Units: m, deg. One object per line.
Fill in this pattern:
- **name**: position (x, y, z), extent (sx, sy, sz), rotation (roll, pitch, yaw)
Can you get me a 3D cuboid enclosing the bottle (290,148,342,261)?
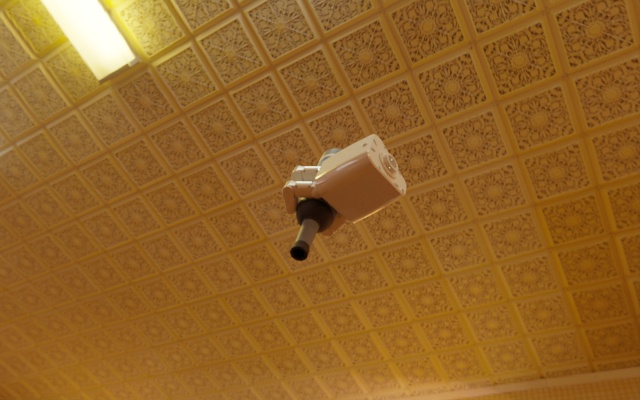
- **bottle**: position (0.000, 0.003, 0.828), extent (0.069, 0.069, 0.295), rotation (0, 31, 15)
